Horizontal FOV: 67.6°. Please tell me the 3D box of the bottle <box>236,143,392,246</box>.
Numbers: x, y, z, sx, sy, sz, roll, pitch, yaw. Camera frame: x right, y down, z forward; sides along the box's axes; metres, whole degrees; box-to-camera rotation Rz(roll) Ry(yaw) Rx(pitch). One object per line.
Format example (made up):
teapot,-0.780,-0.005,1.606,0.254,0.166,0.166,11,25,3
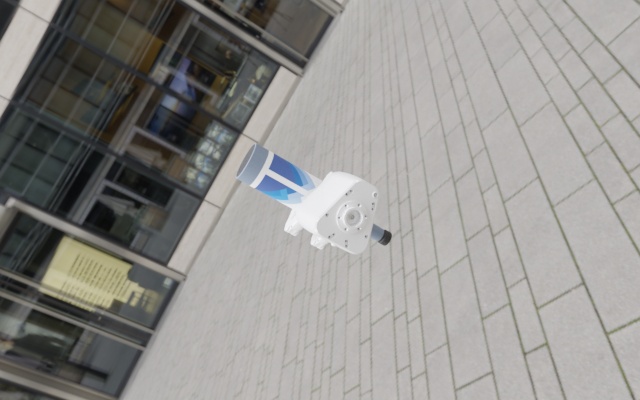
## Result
bottle,0.000,0.003,0.826,0.296,0.069,0.069,29,-10,-18
